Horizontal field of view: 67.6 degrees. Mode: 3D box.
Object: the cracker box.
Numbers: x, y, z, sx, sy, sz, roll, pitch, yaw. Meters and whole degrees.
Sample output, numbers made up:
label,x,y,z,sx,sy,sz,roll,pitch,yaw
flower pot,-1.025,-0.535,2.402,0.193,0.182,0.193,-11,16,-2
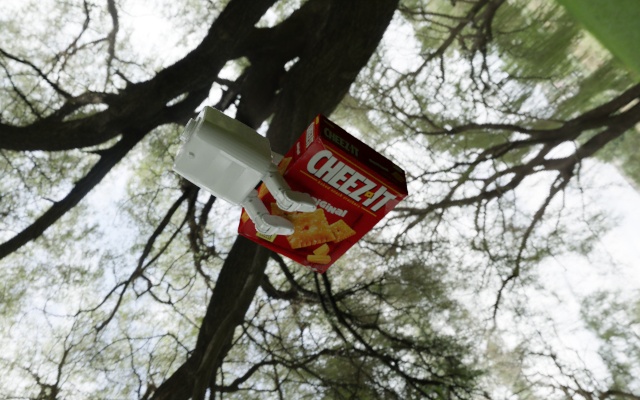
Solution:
label,x,y,z,sx,sy,sz,roll,pitch,yaw
cracker box,0.000,0.002,0.720,0.164,0.072,0.214,30,-56,-22
